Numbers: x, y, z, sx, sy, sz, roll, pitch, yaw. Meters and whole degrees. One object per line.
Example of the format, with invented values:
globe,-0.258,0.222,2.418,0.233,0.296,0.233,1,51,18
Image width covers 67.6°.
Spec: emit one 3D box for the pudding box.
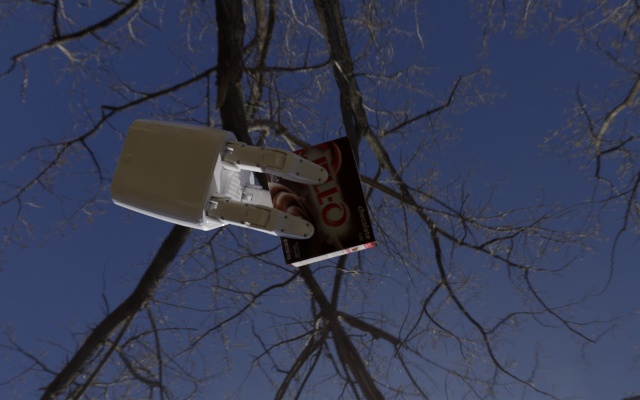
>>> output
pudding box,0.000,0.002,0.477,0.090,0.113,0.039,-16,-13,8
